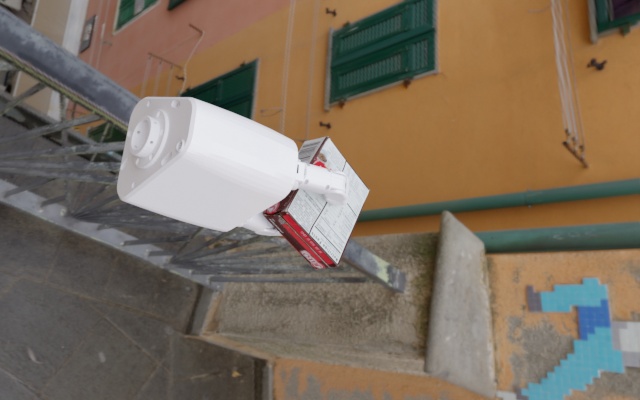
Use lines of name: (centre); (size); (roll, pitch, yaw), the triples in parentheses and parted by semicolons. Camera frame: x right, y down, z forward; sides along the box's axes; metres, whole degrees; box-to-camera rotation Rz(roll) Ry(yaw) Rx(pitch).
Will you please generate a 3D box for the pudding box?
pudding box: (0.000, 0.002, 0.502); (0.039, 0.113, 0.090); (-10, -49, 42)
